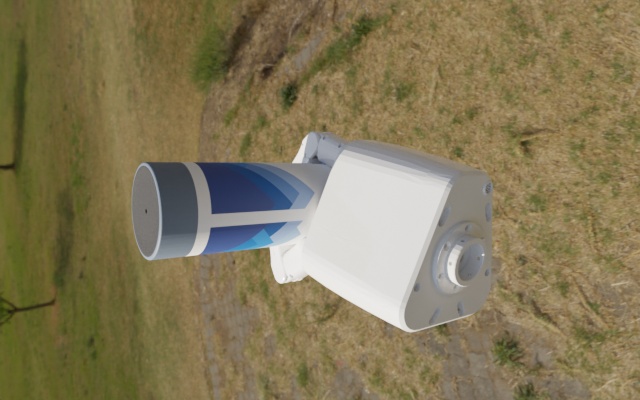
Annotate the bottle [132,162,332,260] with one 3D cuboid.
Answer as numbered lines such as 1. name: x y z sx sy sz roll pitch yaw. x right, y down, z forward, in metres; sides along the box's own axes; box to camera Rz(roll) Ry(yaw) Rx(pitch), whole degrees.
1. bottle: 0.000 0.001 0.409 0.296 0.069 0.069 -3 2 -36
